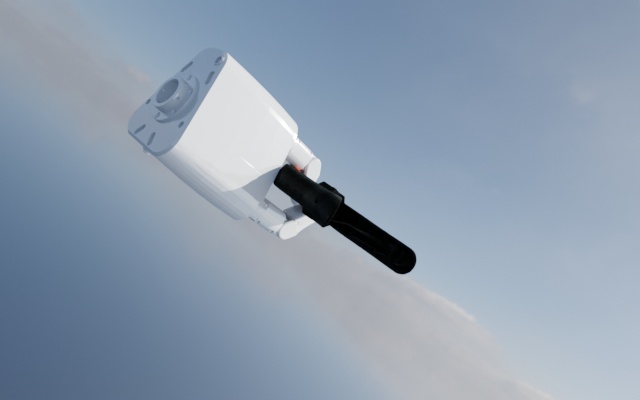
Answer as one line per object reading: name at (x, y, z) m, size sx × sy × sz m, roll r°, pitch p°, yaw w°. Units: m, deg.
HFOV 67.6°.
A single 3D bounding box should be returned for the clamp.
clamp at (0.000, 0.001, 0.428) m, size 0.171 × 0.039 × 0.120 m, roll 32°, pitch -8°, yaw 44°
